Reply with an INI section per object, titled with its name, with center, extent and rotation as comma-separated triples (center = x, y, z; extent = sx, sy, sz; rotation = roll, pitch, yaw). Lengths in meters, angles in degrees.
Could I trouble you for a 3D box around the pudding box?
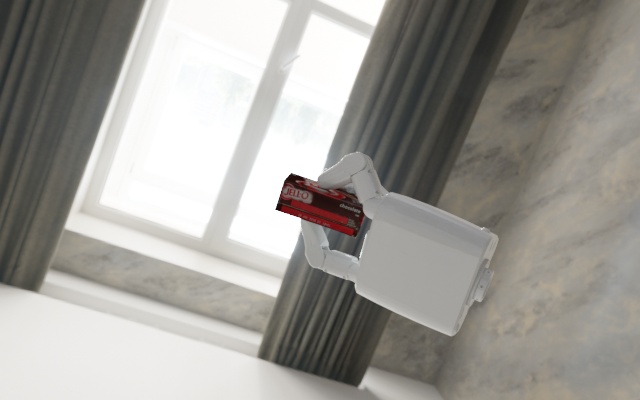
[pudding box]
center = 0.000, 0.002, 0.529
extent = 0.090, 0.039, 0.113
rotation = 20, 5, -3
